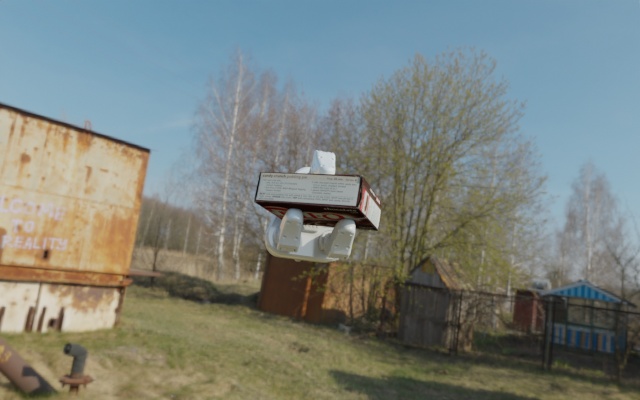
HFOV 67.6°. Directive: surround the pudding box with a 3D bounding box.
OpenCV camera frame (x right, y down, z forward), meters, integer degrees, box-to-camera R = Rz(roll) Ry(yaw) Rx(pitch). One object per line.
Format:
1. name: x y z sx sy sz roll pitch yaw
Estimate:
1. pudding box: 0.000 0.001 0.503 0.113 0.039 0.090 1 -15 20
